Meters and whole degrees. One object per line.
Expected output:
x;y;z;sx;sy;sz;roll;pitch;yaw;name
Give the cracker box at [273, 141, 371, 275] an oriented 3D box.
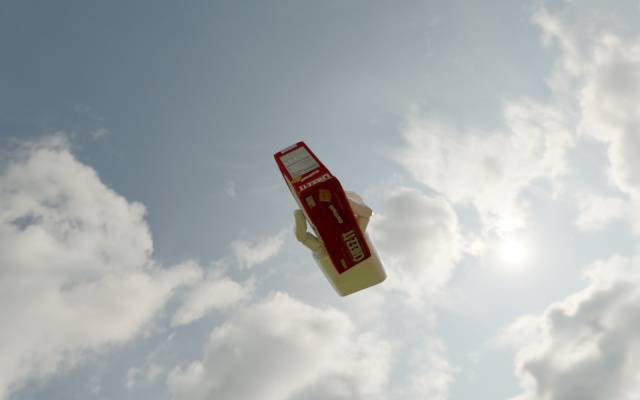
0.000;0.003;0.837;0.072;0.164;0.213;-28;27;-4;cracker box
